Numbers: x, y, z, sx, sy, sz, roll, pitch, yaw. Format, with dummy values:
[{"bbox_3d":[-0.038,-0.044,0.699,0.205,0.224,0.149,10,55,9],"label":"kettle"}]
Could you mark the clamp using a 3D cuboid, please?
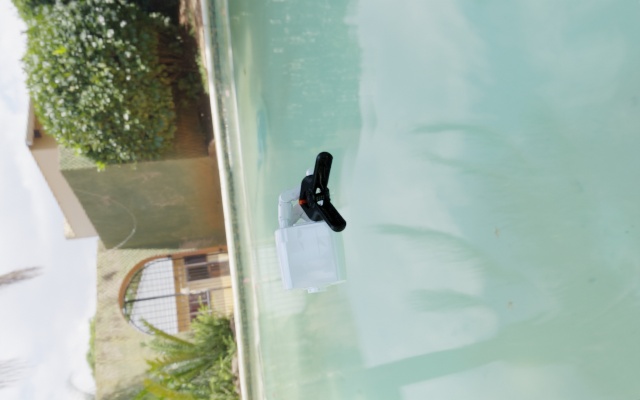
[{"bbox_3d":[-0.001,0.003,0.766,0.039,0.120,0.171,-6,-12,-13],"label":"clamp"}]
